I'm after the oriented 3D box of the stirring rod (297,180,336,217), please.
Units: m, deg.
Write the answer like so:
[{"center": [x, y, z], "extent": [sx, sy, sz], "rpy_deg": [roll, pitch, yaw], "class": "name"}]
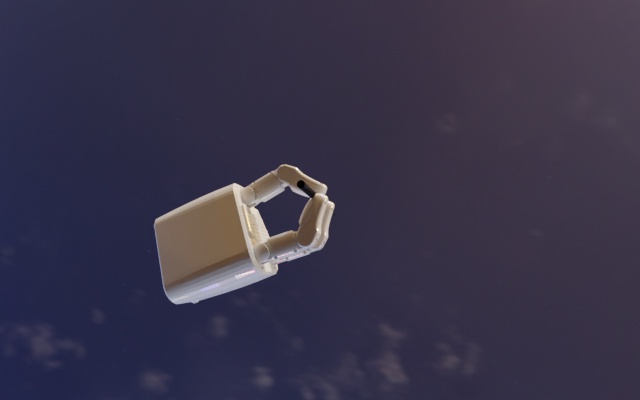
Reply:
[{"center": [0.000, 0.002, 0.565], "extent": [0.011, 0.011, 0.239], "rpy_deg": [0, -8, 9], "class": "stirring rod"}]
